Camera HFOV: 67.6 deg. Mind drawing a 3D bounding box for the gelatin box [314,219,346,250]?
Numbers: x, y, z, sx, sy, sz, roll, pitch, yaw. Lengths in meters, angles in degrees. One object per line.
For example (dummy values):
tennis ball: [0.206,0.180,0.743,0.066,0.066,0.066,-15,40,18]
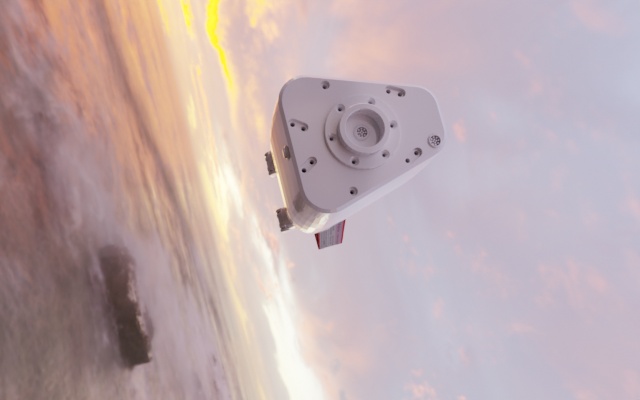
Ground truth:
gelatin box: [0.001,0.002,0.478,0.030,0.073,0.089,-15,-20,-4]
